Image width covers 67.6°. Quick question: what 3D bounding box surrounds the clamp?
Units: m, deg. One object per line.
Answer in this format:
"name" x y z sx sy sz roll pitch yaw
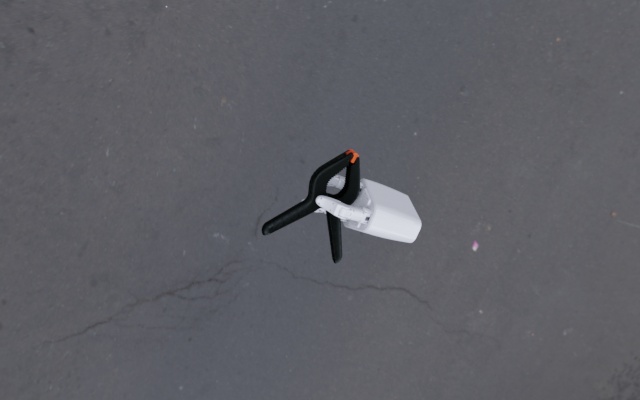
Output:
"clamp" 0.001 0.003 0.842 0.164 0.210 0.036 17 15 -23
